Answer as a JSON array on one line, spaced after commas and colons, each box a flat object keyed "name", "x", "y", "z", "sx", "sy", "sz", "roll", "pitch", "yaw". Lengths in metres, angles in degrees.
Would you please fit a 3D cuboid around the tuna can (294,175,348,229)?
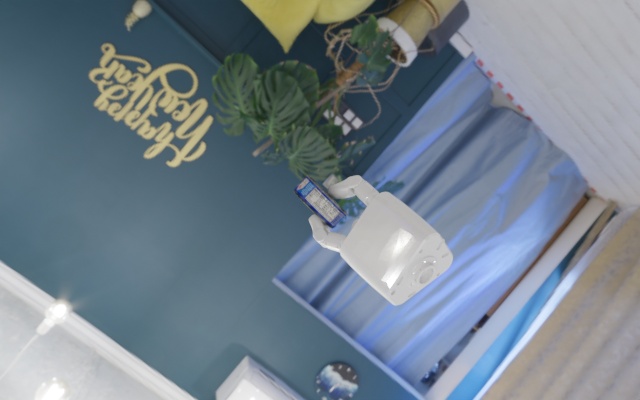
[{"name": "tuna can", "x": 0.000, "y": 0.003, "z": 0.720, "sx": 0.086, "sy": 0.034, "sz": 0.086, "roll": 45, "pitch": 2, "yaw": -2}]
